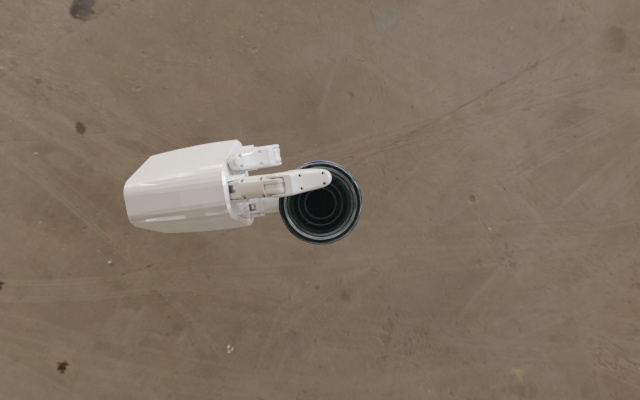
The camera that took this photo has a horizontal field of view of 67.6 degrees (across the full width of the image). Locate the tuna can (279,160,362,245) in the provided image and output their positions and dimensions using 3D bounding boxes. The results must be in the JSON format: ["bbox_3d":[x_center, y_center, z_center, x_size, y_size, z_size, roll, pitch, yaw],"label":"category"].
[{"bbox_3d":[0.000,0.002,0.491,0.086,0.086,0.034,0,5,1],"label":"tuna can"}]
